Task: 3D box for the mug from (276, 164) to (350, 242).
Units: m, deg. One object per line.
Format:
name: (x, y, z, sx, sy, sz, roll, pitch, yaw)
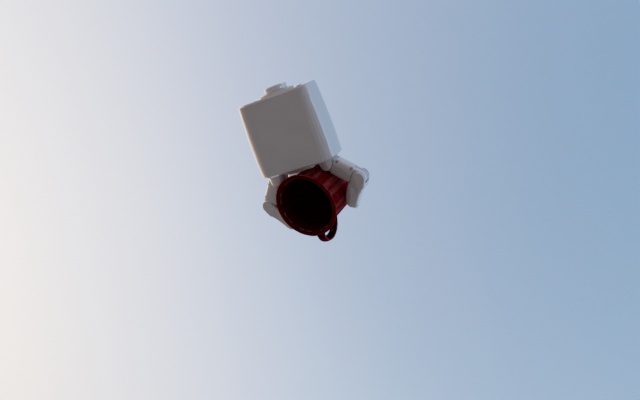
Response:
mug: (0.001, 0.003, 0.689, 0.093, 0.117, 0.081, -9, 21, 32)
